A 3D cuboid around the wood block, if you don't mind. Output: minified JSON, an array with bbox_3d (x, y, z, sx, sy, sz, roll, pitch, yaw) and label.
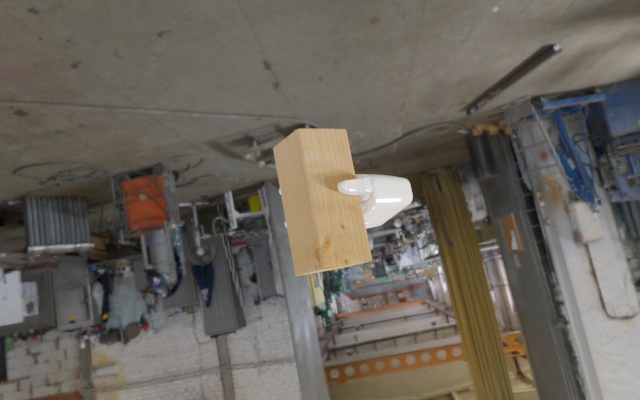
[{"bbox_3d":[0.001,0.002,0.731,0.090,0.206,0.091,-5,-11,-32],"label":"wood block"}]
